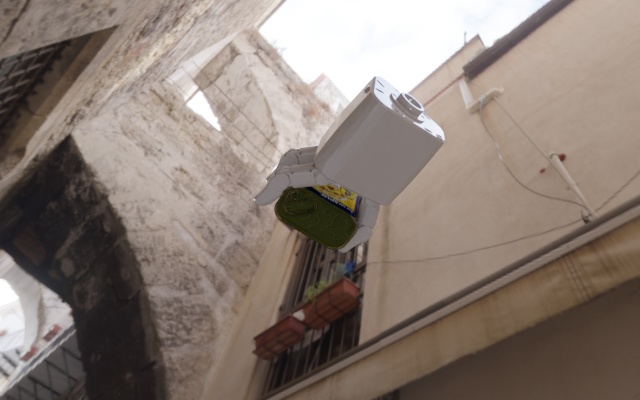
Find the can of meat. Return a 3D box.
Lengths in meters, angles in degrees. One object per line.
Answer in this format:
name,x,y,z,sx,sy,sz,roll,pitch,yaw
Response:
can of meat,0.000,0.002,0.613,0.102,0.057,0.084,31,30,-9
